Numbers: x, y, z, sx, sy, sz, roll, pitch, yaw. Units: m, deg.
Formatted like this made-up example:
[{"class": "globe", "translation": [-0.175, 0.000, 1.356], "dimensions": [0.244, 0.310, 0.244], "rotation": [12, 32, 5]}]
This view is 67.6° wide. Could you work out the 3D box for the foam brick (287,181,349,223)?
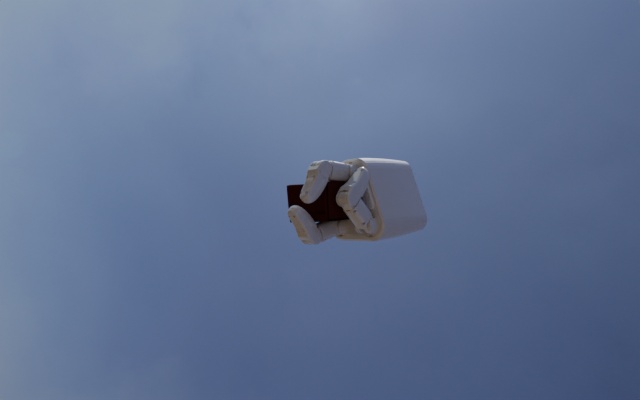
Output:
[{"class": "foam brick", "translation": [0.000, 0.002, 0.638], "dimensions": [0.051, 0.053, 0.078], "rotation": [-5, 1, -44]}]
